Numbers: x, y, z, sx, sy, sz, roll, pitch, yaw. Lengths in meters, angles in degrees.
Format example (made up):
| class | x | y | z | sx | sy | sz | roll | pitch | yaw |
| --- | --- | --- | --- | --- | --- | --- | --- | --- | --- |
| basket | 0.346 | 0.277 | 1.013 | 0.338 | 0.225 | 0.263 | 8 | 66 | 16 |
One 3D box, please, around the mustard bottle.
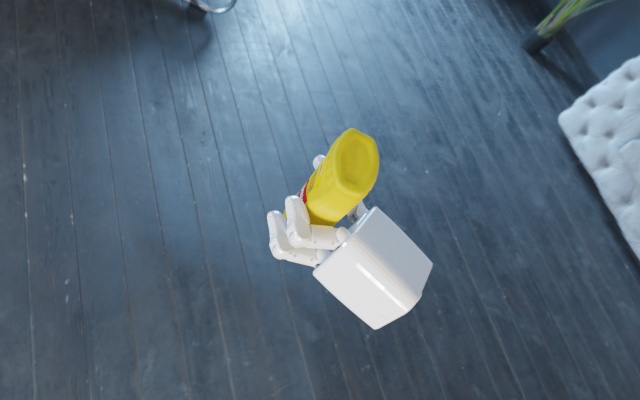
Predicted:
| class | x | y | z | sx | sy | sz | roll | pitch | yaw |
| --- | --- | --- | --- | --- | --- | --- | --- | --- | --- |
| mustard bottle | 0.000 | 0.002 | 0.588 | 0.058 | 0.096 | 0.192 | 24 | -38 | -14 |
